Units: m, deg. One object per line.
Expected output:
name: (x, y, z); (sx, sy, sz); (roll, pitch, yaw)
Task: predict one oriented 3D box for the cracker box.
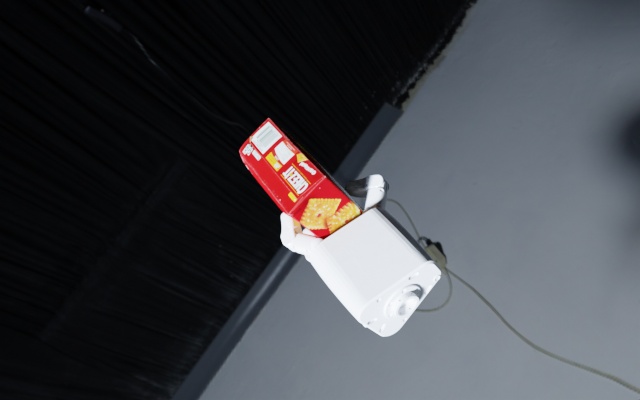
cracker box: (0.000, 0.002, 0.665); (0.214, 0.072, 0.164); (43, 4, -46)
